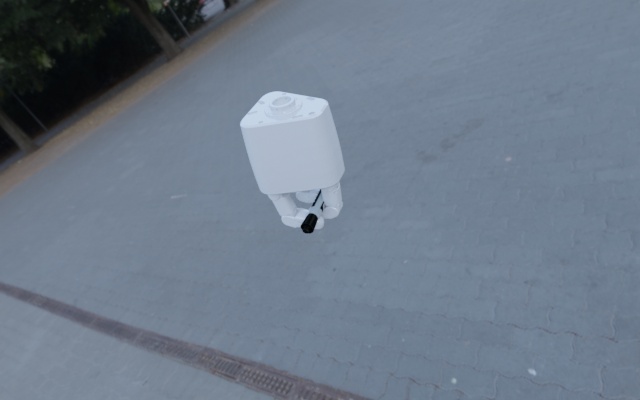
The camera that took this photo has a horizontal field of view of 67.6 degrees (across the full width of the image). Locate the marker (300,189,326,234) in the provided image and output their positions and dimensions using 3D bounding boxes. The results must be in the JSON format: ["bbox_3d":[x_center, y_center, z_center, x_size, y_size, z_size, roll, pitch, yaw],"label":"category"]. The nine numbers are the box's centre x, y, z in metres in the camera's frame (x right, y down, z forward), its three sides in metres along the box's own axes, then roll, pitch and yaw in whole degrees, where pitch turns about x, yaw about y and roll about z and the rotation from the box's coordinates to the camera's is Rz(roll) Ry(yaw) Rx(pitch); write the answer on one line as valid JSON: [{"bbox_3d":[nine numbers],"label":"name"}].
[{"bbox_3d":[0.000,0.002,0.671,0.020,0.020,0.121,0,40,26],"label":"marker"}]
